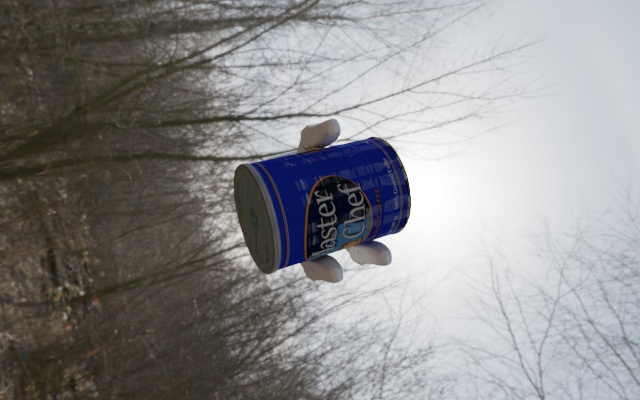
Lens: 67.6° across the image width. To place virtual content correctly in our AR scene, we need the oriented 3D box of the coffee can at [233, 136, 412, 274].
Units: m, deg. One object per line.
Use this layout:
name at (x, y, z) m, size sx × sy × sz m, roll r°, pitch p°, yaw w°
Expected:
coffee can at (0.000, 0.001, 0.458) m, size 0.140 × 0.103 × 0.103 m, roll -15°, pitch 6°, yaw -23°
